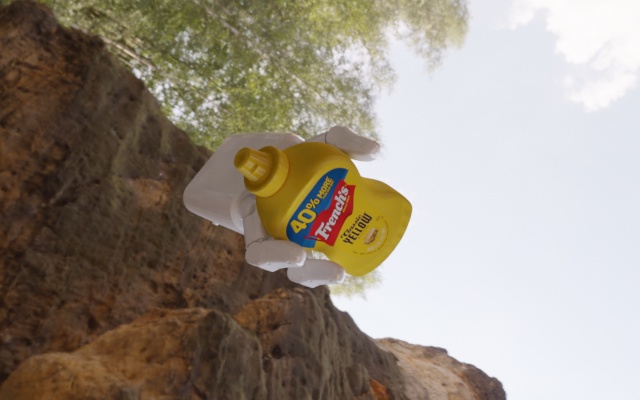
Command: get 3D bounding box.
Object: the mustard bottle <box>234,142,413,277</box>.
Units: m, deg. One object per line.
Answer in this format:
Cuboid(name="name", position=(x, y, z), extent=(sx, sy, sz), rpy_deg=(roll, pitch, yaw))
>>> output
Cuboid(name="mustard bottle", position=(0.000, 0.002, 0.429), extent=(0.192, 0.096, 0.058), rpy_deg=(30, 11, -42))
